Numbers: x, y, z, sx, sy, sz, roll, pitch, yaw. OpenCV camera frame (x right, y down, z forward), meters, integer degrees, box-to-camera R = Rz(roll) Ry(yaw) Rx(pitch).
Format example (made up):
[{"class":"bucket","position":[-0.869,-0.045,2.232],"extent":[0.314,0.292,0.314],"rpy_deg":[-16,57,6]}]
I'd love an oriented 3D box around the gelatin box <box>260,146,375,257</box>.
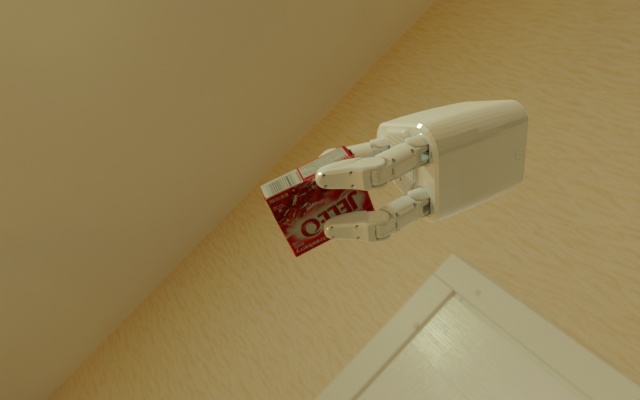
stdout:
[{"class":"gelatin box","position":[0.000,0.001,0.443],"extent":[0.089,0.073,0.030],"rpy_deg":[-26,34,-3]}]
